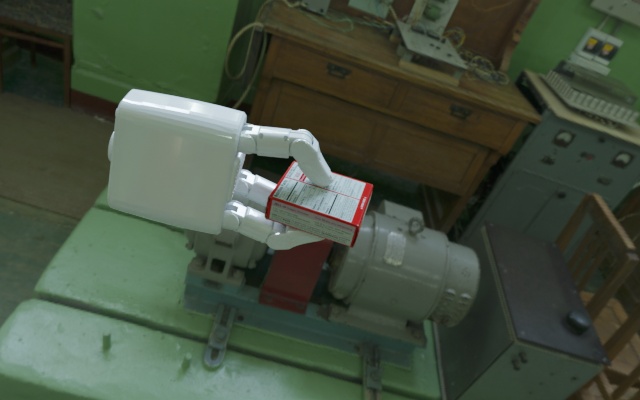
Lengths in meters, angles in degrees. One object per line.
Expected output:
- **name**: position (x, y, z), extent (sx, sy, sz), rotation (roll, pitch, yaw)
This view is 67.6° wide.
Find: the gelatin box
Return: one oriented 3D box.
- **gelatin box**: position (0.000, 0.001, 0.462), extent (0.089, 0.030, 0.073), rotation (17, 36, 7)
